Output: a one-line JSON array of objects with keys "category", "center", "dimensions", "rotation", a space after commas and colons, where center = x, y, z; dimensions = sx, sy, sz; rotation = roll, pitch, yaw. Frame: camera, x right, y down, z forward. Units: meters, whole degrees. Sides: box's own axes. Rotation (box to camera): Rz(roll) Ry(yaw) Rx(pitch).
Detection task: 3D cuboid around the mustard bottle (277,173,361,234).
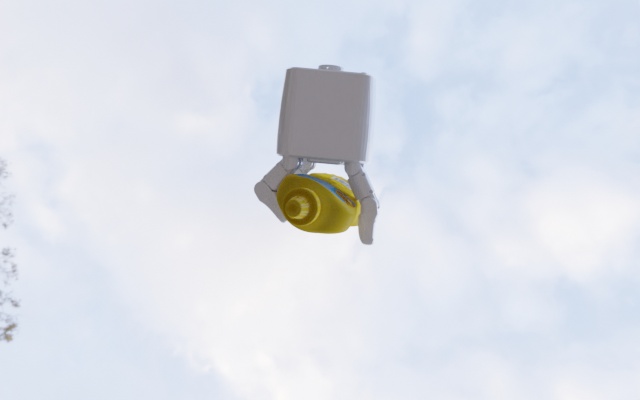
[{"category": "mustard bottle", "center": [0.000, 0.002, 0.578], "dimensions": [0.096, 0.058, 0.191], "rotation": [32, 12, 13]}]
